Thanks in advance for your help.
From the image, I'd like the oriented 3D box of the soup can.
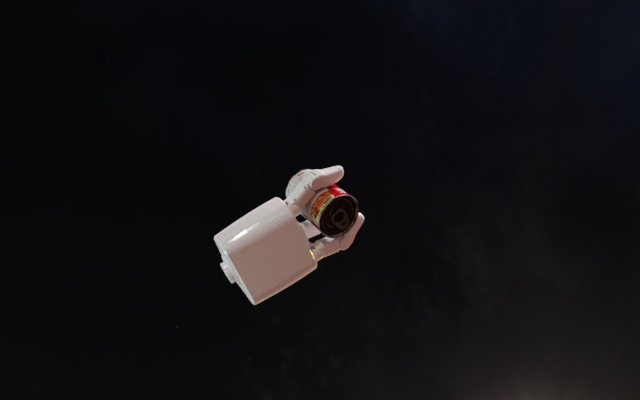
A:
[{"bbox_3d":[0.000,0.002,0.707,0.068,0.068,0.102,0,25,-36],"label":"soup can"}]
